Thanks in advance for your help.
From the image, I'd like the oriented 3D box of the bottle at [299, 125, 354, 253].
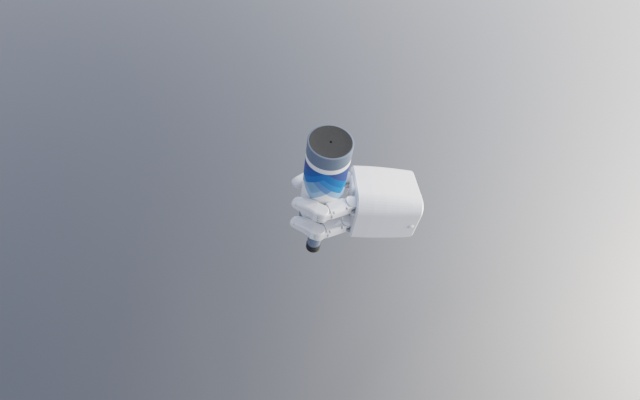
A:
[{"bbox_3d":[0.000,0.002,0.786,0.069,0.069,0.296,0,-35,-7],"label":"bottle"}]
